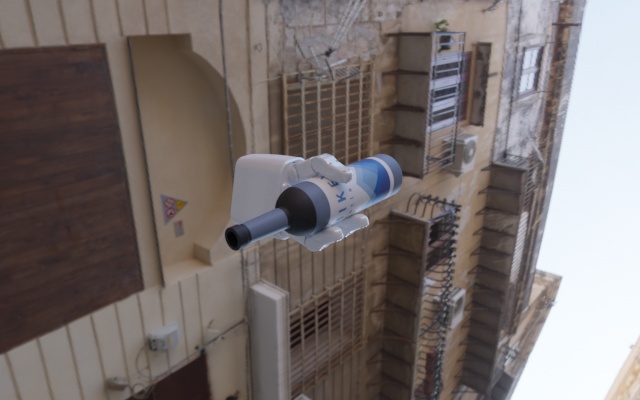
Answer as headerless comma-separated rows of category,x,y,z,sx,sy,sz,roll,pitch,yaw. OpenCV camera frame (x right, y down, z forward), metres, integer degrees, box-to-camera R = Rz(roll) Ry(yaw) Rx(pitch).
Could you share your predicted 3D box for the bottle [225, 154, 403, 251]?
bottle,0.000,0.002,0.628,0.069,0.069,0.295,0,16,44
